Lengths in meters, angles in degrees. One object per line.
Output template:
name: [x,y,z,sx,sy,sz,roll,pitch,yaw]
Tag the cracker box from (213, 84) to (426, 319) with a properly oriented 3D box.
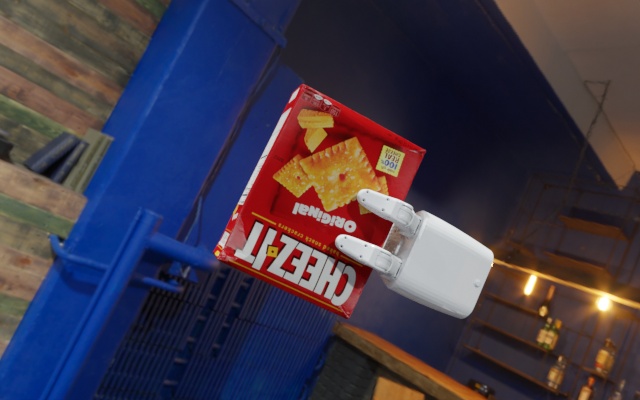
cracker box: [0.000,0.002,0.545,0.164,0.213,0.072,27,-7,-13]
